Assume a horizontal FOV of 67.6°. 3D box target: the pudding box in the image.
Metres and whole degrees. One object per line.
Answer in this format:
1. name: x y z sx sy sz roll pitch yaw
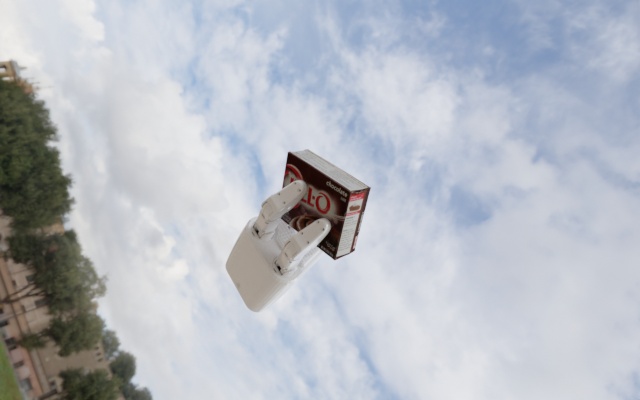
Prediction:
1. pudding box: 0.000 0.002 0.564 0.039 0.090 0.113 -17 38 -42
